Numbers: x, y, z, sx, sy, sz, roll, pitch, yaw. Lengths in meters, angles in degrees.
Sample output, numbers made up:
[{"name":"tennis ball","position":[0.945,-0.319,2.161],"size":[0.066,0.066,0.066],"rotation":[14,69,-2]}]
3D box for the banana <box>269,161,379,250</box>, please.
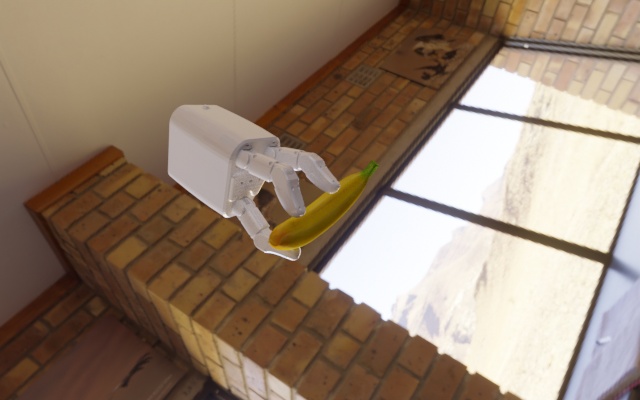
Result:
[{"name":"banana","position":[-0.001,0.013,0.589],"size":[0.037,0.070,0.197],"rotation":[35,49,18]}]
